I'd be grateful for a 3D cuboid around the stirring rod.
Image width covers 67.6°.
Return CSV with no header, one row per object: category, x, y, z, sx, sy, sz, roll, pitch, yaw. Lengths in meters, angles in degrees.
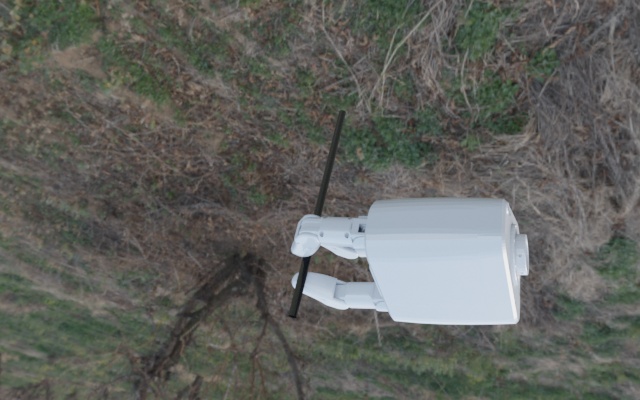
stirring rod,0.000,0.001,0.482,0.011,0.239,0.011,10,-30,6
